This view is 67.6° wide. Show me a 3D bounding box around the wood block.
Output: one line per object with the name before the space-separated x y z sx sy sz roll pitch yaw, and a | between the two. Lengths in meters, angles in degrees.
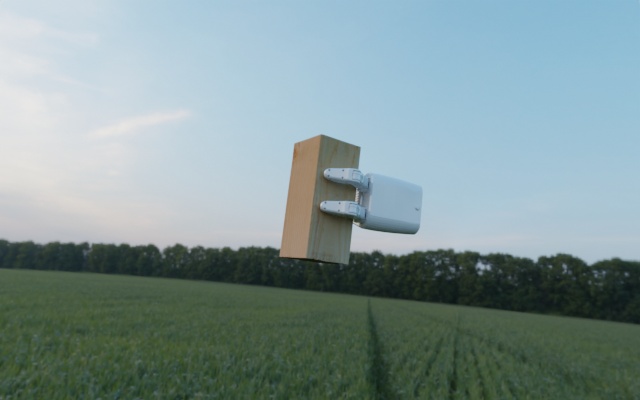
wood block | 0.000 0.003 0.830 0.090 0.206 0.091 13 -12 -32
